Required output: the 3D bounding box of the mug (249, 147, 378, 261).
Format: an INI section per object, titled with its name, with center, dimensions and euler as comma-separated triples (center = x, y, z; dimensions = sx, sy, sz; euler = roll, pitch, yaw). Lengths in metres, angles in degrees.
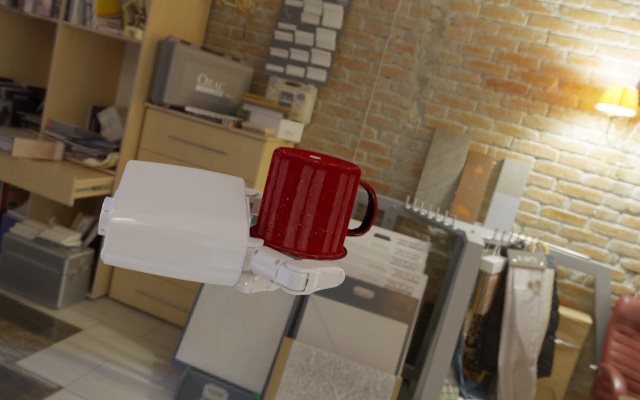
[mug]
center = 0.001, 0.001, 0.436
dimensions = 0.117, 0.081, 0.093
euler = 10, 11, -20
